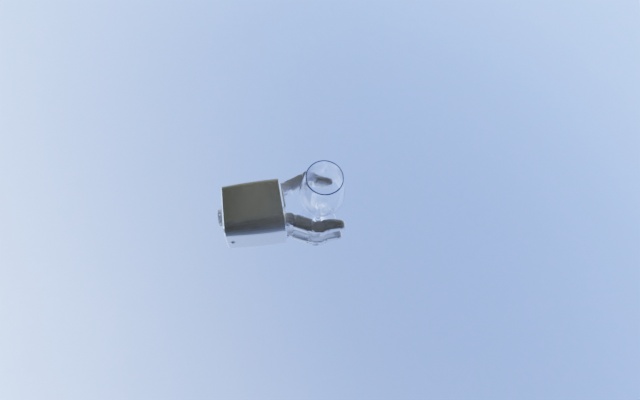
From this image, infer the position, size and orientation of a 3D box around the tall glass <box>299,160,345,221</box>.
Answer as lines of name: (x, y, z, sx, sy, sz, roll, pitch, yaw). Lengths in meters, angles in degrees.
tall glass: (0.000, 0.003, 0.844, 0.079, 0.079, 0.201, 0, -23, -4)
